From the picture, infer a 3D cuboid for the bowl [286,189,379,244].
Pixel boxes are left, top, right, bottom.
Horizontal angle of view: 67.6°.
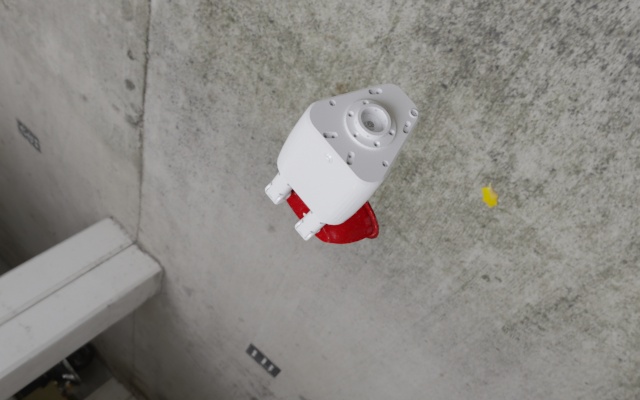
[{"bbox_3d":[0.000,0.003,0.613,0.055,0.162,0.162,-40,11,-14],"label":"bowl"}]
